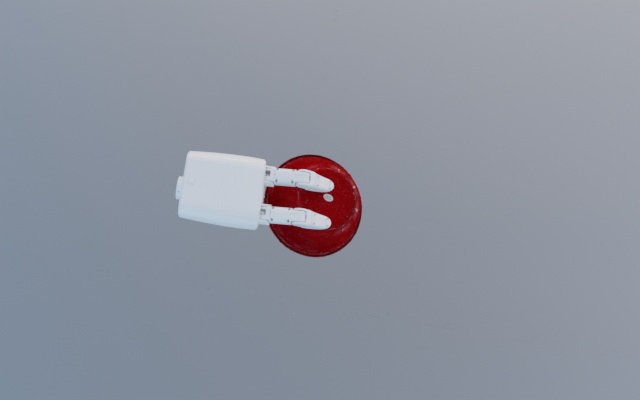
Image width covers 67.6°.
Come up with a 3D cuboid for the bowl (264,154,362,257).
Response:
[{"bbox_3d":[0.002,0.002,0.714,0.162,0.162,0.055,0,-11,-22],"label":"bowl"}]
